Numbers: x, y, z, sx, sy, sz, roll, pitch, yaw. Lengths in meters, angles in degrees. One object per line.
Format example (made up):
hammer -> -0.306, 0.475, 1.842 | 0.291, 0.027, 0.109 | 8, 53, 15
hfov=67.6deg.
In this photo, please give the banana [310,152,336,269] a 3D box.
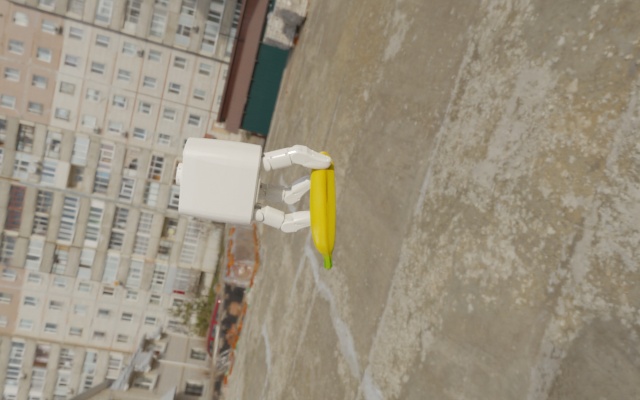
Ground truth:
banana -> 0.002, -0.004, 0.698 | 0.037, 0.197, 0.070 | 3, -29, -5
